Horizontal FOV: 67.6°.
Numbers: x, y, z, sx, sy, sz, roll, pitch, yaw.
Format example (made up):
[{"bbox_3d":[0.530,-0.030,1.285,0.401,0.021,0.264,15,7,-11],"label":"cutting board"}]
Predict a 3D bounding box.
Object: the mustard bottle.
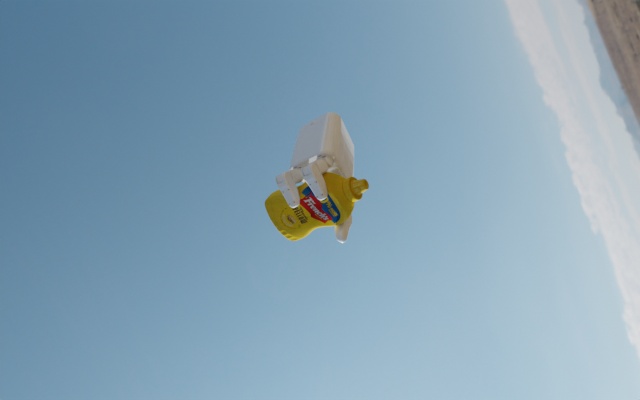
[{"bbox_3d":[0.000,0.003,0.819,0.192,0.096,0.058,-22,18,34],"label":"mustard bottle"}]
